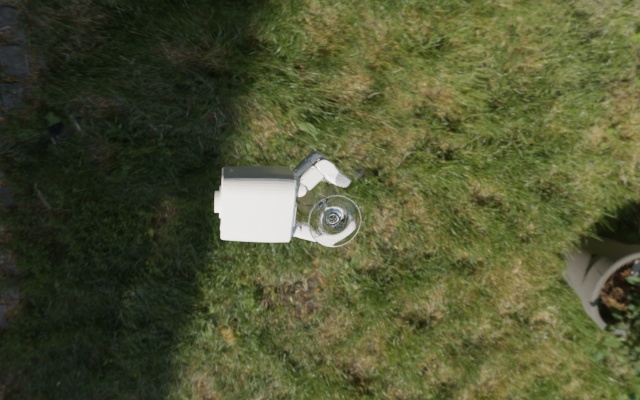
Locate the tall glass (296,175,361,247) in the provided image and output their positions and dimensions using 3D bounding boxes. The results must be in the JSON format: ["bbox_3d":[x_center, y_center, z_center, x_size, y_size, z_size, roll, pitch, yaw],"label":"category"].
[{"bbox_3d":[0.000,0.003,0.740,0.079,0.079,0.201,0,15,-11],"label":"tall glass"}]
